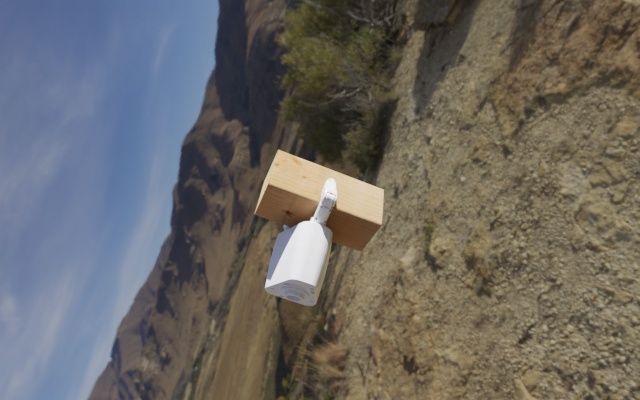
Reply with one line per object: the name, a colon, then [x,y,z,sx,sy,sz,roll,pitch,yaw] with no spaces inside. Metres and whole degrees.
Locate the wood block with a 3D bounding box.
wood block: [0.000,0.003,0.854,0.206,0.090,0.091,20,-43,-10]
